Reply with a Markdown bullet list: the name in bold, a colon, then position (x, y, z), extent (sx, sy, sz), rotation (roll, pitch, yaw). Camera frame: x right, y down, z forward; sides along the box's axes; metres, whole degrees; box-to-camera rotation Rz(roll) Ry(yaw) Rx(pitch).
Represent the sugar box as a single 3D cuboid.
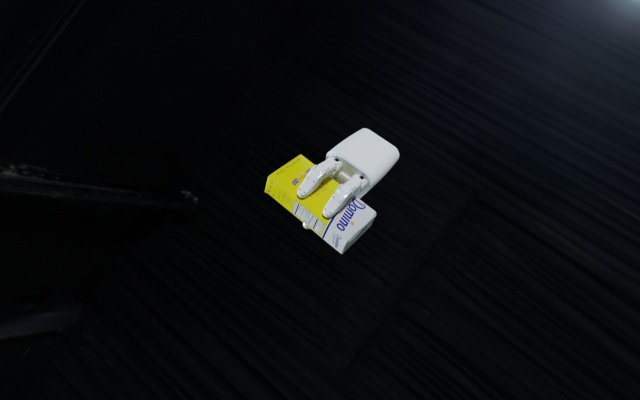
- **sugar box**: position (0.000, 0.002, 0.816), extent (0.176, 0.048, 0.093), rotation (36, 48, 16)
